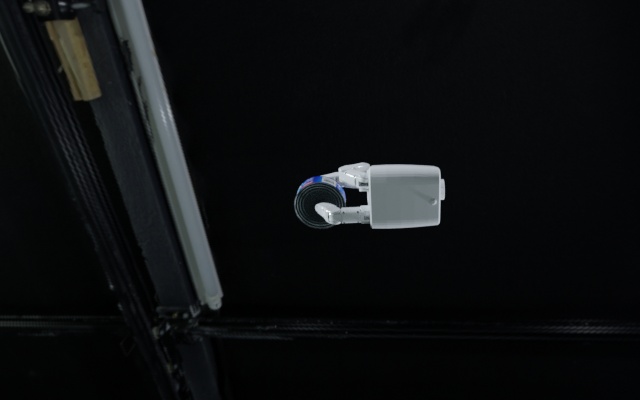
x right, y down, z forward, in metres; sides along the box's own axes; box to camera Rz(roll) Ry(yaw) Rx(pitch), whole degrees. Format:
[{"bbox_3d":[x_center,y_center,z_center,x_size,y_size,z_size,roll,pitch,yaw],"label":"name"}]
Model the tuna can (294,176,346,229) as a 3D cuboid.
[{"bbox_3d":[0.000,0.002,0.806,0.086,0.086,0.033,0,26,5],"label":"tuna can"}]
